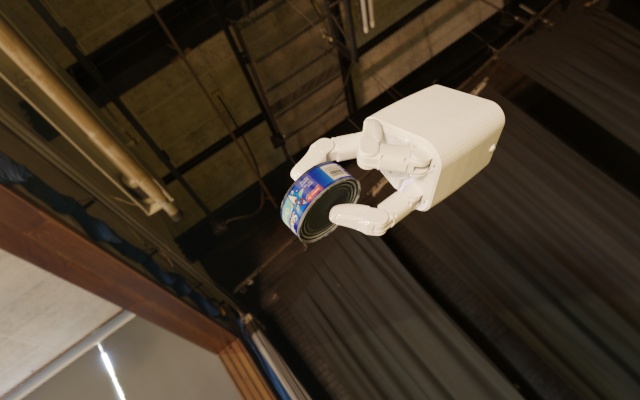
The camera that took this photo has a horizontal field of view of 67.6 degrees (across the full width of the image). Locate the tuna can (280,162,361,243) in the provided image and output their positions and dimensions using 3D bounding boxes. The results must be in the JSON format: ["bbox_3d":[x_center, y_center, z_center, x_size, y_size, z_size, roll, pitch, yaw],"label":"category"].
[{"bbox_3d":[0.000,0.001,0.502,0.033,0.086,0.086,43,22,26],"label":"tuna can"}]
